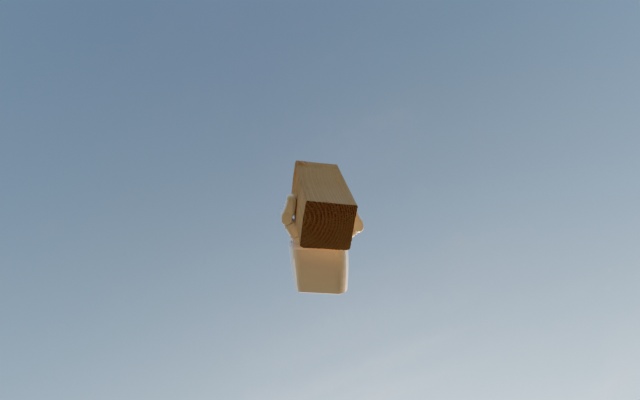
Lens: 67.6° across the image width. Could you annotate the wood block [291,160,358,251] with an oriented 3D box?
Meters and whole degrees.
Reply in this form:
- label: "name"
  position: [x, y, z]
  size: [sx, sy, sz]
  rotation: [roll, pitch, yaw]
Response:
- label: "wood block"
  position: [0.000, 0.003, 0.895]
  size: [0.091, 0.090, 0.206]
  rotation: [4, 23, -10]
